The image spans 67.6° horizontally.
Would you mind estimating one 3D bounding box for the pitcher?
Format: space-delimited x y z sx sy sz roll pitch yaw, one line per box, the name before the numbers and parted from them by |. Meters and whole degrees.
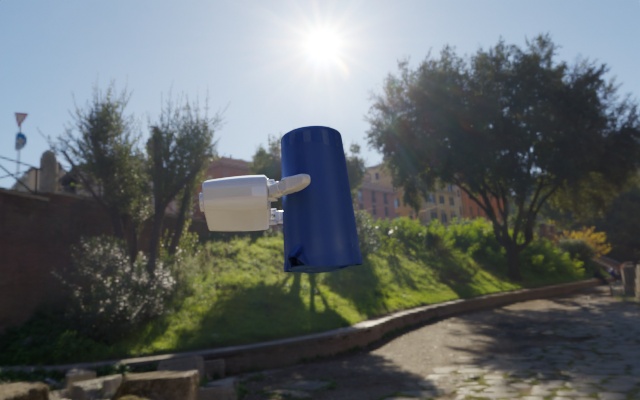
pitcher | 0.000 0.003 0.828 0.145 0.242 0.149 -4 -10 -8
